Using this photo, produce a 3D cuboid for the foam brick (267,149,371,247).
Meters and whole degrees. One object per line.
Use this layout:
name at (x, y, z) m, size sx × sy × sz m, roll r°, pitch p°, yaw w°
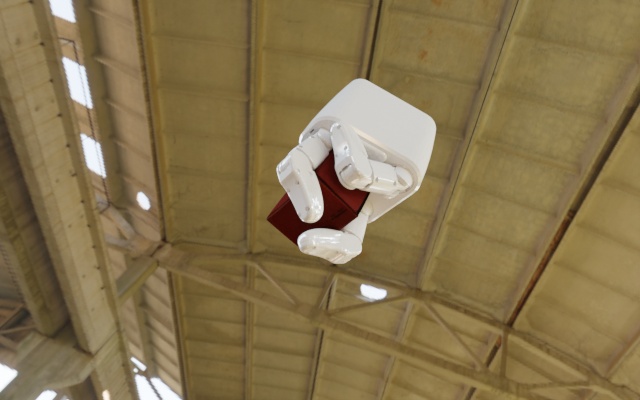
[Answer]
foam brick at (0.000, 0.002, 0.435) m, size 0.078 × 0.053 × 0.051 m, roll -39°, pitch 13°, yaw 39°
